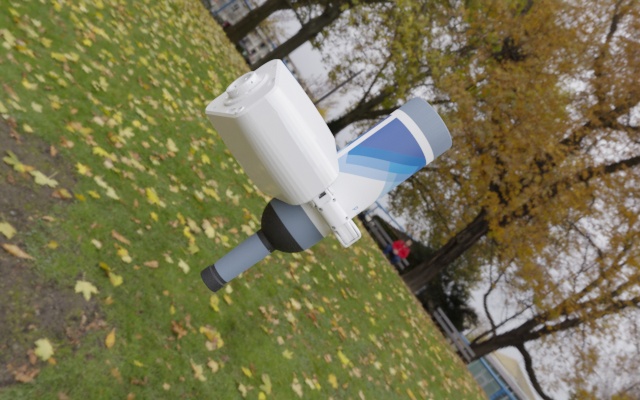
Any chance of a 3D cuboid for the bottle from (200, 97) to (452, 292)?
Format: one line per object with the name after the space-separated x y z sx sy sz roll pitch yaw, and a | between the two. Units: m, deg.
0.000 0.002 0.510 0.296 0.069 0.069 -35 1 -1 | bottle
